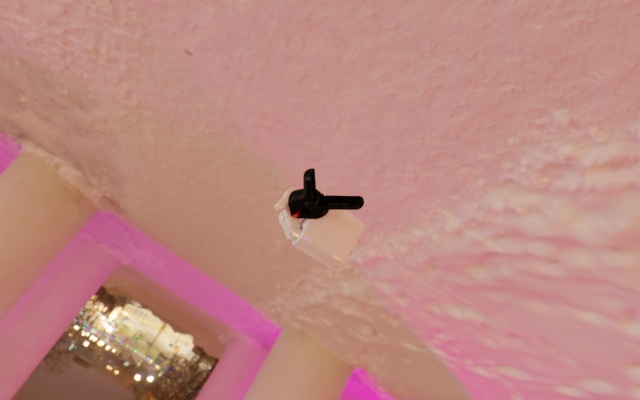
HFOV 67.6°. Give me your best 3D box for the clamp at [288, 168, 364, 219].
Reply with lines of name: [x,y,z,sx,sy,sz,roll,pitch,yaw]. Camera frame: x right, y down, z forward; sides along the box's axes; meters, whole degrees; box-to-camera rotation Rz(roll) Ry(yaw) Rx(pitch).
clamp: [0.000,0.003,0.876,0.120,0.039,0.171,31,-26,-10]
